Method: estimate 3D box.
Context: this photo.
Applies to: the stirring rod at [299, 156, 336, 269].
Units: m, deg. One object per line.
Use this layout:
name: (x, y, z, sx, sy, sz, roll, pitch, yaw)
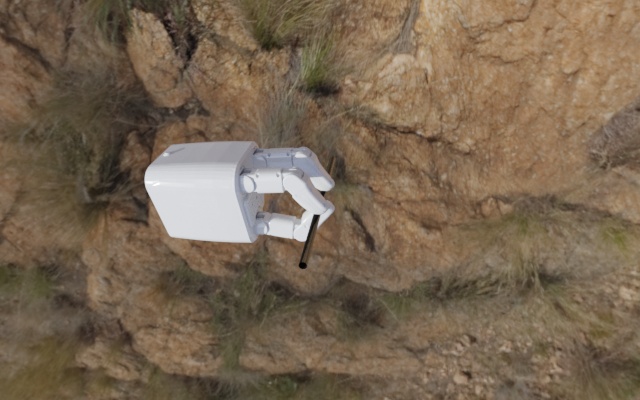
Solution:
stirring rod: (0.000, 0.002, 0.542, 0.011, 0.011, 0.239, 0, 29, 9)
